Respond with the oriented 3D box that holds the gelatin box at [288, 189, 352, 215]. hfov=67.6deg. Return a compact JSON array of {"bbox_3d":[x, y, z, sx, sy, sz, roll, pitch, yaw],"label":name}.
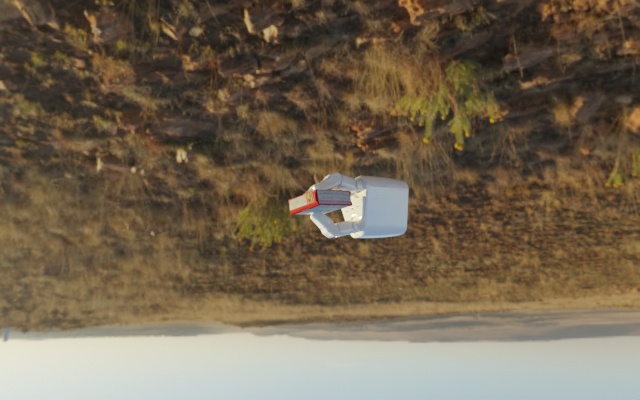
[{"bbox_3d":[0.000,0.003,0.845,0.089,0.030,0.073,0,-14,-45],"label":"gelatin box"}]
